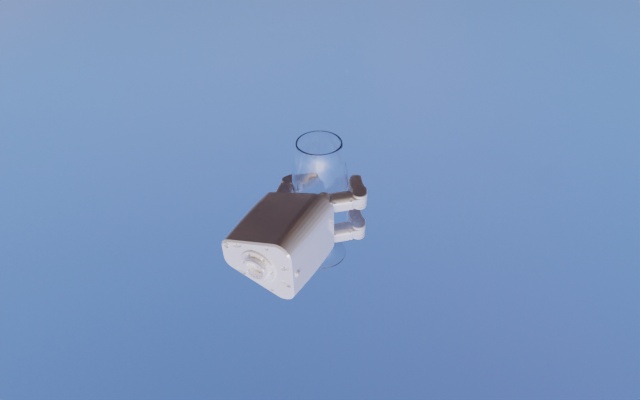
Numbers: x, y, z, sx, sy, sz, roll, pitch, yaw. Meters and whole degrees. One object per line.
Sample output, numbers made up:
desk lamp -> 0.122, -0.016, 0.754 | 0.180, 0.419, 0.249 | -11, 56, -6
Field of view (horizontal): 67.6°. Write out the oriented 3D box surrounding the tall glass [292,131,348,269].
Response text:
tall glass -> 0.000, 0.003, 0.684 | 0.079, 0.201, 0.079 | -1, 38, 1
